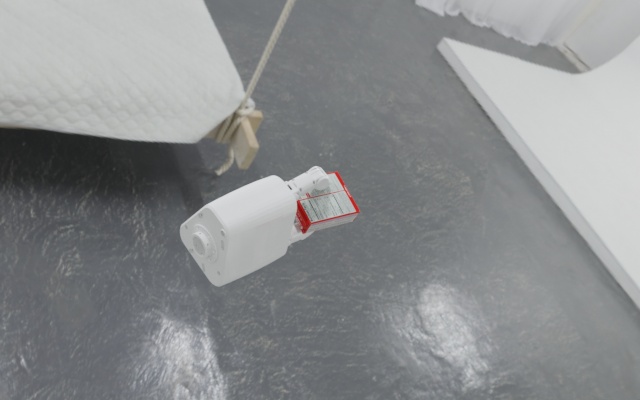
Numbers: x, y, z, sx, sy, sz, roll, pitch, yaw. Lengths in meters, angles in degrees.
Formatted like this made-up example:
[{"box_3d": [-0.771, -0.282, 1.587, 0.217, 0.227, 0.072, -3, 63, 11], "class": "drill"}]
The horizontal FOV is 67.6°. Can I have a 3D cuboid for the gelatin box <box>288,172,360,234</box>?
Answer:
[{"box_3d": [0.001, 0.002, 0.669, 0.089, 0.073, 0.030, -13, -28, -32], "class": "gelatin box"}]
